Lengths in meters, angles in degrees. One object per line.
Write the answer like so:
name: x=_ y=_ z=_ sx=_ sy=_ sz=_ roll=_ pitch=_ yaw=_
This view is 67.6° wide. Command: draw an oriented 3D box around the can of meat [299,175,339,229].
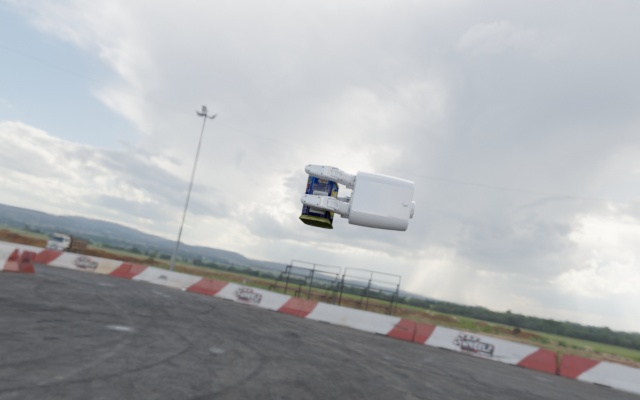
can of meat: x=0.000 y=0.003 z=0.883 sx=0.057 sy=0.084 sz=0.102 roll=10 pitch=-9 yaw=9
